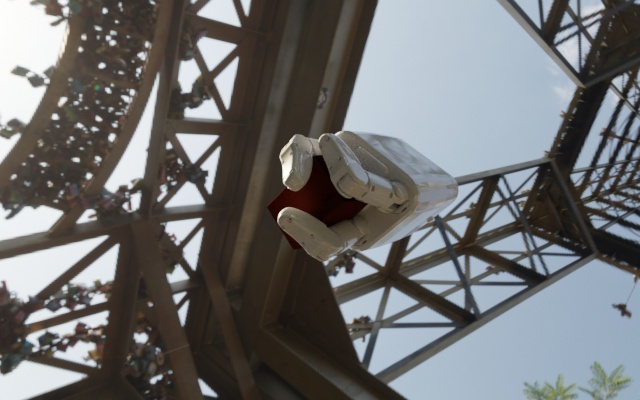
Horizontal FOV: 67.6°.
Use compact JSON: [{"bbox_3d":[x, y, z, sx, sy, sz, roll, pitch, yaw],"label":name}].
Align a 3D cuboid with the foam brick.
[{"bbox_3d":[0.000,0.002,0.444,0.051,0.053,0.078,-7,-30,-52],"label":"foam brick"}]
